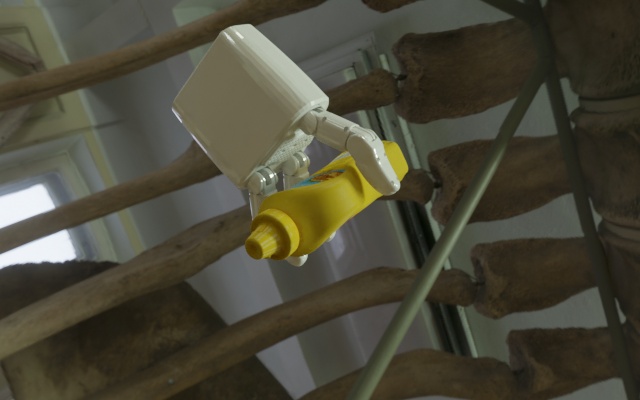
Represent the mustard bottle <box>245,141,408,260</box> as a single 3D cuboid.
[{"bbox_3d":[0.000,0.002,0.431,0.096,0.058,0.191,-19,9,39],"label":"mustard bottle"}]
